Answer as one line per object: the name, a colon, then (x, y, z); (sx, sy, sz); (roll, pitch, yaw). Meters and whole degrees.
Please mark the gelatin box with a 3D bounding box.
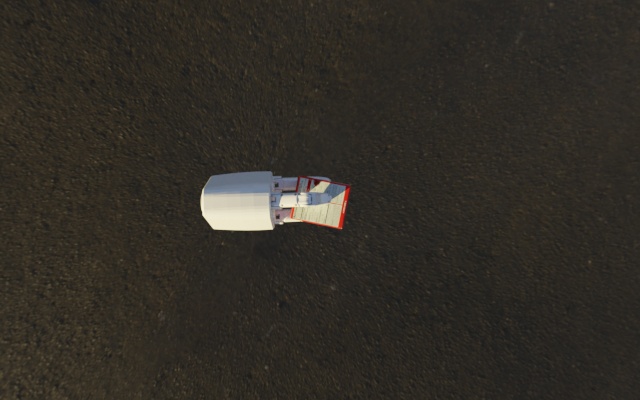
gelatin box: (0.000, 0.003, 0.789); (0.089, 0.073, 0.030); (11, 0, 1)
